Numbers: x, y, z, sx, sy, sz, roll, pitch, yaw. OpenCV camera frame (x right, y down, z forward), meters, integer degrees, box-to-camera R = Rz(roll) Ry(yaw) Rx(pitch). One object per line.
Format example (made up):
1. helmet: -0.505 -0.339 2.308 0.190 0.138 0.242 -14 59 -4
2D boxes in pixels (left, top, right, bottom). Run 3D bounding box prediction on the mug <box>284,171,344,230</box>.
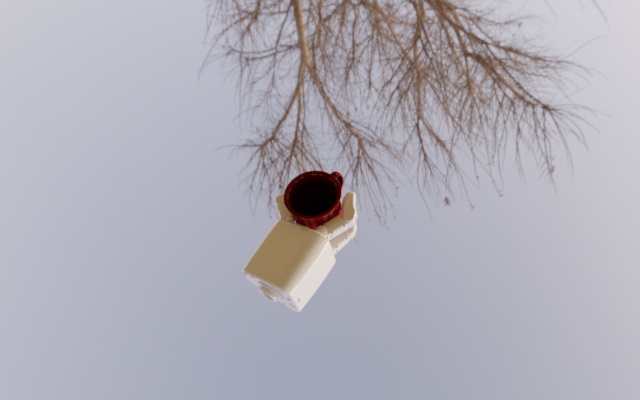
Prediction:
1. mug: 0.001 0.002 0.790 0.093 0.117 0.082 26 -25 25
